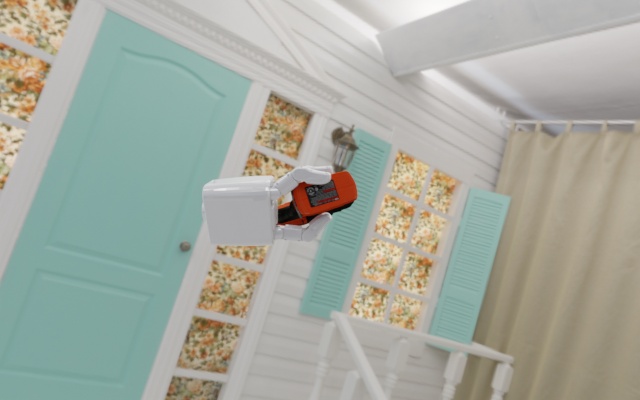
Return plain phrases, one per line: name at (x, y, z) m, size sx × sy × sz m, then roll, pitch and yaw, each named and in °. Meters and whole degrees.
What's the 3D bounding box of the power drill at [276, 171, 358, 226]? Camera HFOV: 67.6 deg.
power drill at (0.000, 0.003, 0.851) m, size 0.184 × 0.057 × 0.188 m, roll -18°, pitch -8°, yaw -19°
